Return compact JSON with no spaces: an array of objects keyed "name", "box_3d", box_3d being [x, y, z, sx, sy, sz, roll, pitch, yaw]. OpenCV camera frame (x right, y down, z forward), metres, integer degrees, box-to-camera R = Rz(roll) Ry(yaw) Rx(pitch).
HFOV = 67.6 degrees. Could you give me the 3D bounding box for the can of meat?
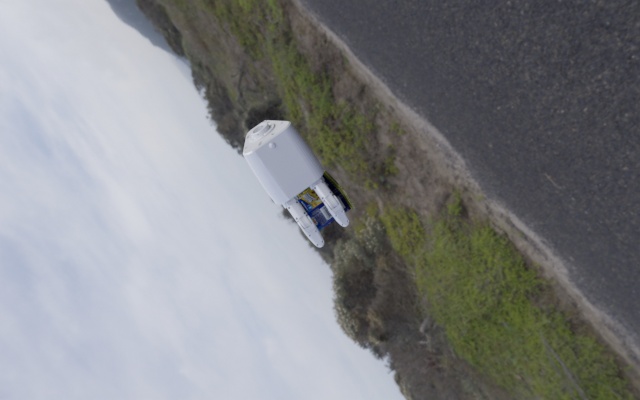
[{"name":"can of meat","box_3d":[0.000,0.003,0.853,0.084,0.057,0.102,-35,32,-3]}]
